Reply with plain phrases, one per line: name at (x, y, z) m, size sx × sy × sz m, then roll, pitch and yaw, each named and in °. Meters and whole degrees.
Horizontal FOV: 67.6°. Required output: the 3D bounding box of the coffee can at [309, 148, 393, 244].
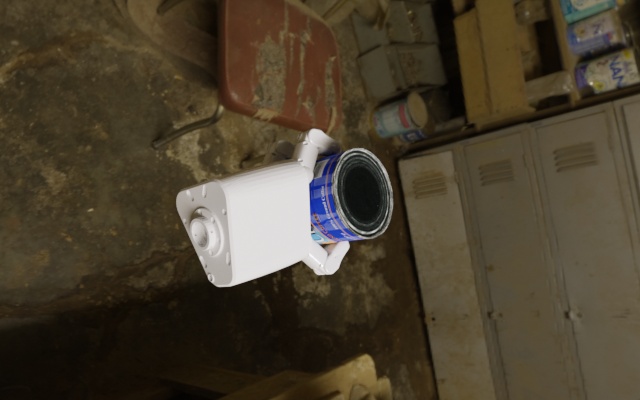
coffee can at (0.000, 0.002, 0.573) m, size 0.140 × 0.103 × 0.103 m, roll -12°, pitch -8°, yaw 44°
